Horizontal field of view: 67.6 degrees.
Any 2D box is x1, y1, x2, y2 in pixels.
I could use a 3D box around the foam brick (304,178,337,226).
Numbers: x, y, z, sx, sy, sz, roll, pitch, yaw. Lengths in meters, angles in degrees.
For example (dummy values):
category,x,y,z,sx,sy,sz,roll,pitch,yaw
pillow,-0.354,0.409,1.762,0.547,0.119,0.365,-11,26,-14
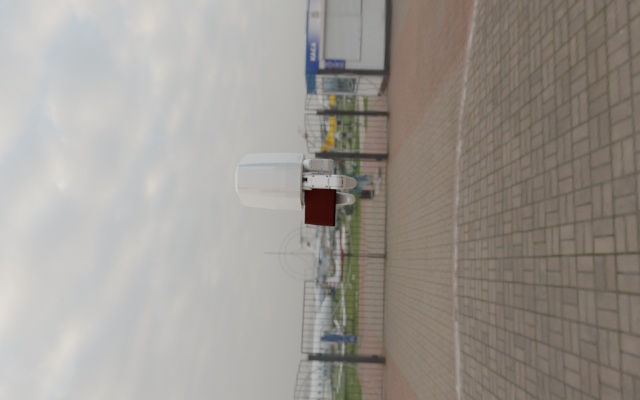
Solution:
category,x,y,z,sx,sy,sz,roll,pitch,yaw
foam brick,0.000,0.003,0.804,0.051,0.078,0.053,2,1,0
